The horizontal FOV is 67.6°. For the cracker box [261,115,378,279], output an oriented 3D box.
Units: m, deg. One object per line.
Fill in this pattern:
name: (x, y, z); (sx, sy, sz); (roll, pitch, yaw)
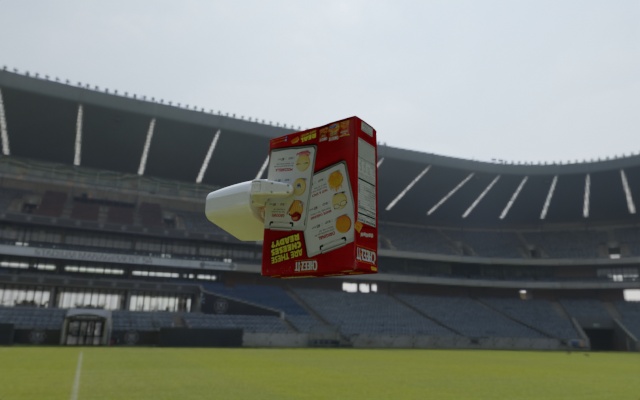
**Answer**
cracker box: (0.000, 0.002, 0.695); (0.164, 0.213, 0.072); (-10, -18, 36)
